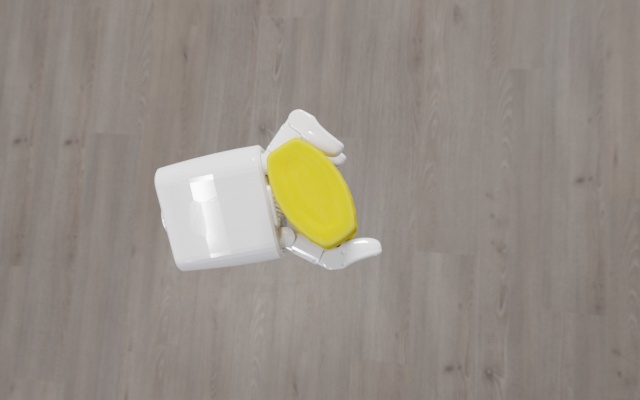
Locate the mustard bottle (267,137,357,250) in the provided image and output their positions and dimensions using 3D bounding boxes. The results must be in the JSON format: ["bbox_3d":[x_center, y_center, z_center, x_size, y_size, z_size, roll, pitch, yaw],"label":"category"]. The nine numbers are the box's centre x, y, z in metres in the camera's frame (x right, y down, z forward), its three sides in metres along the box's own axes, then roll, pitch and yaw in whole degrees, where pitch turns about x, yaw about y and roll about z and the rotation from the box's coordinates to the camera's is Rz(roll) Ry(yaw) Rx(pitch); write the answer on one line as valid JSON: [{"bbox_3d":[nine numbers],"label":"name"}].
[{"bbox_3d":[0.000,0.001,0.479,0.058,0.096,0.191,-35,-7,1],"label":"mustard bottle"}]
